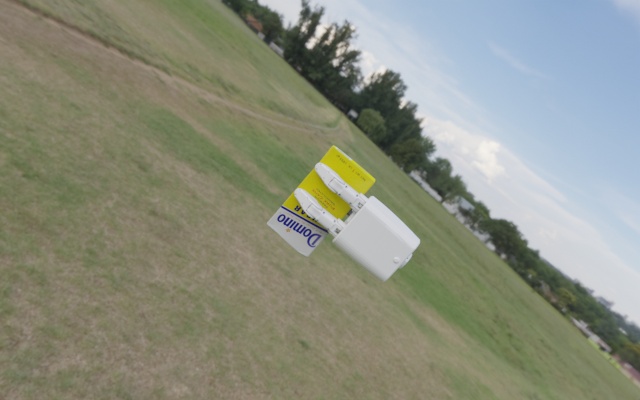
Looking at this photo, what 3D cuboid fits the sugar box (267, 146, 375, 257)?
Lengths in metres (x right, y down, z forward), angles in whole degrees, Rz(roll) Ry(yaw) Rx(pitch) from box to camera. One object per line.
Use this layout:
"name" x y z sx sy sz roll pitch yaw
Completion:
"sugar box" 0.000 0.003 0.805 0.093 0.176 0.048 40 10 0
